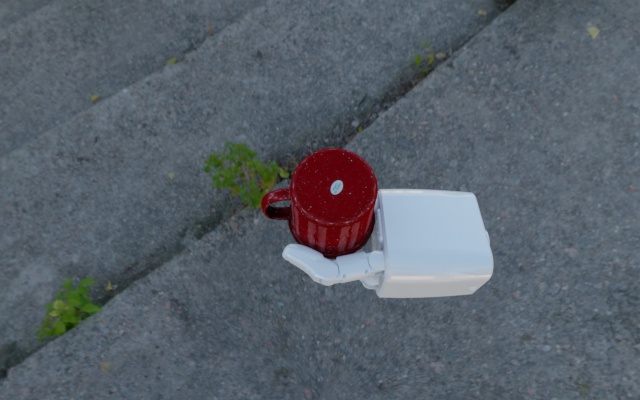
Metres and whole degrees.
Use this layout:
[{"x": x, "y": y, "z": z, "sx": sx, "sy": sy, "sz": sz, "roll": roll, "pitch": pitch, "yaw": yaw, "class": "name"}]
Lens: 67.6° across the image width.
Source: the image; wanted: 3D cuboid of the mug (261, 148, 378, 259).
[{"x": -0.001, "y": 0.001, "z": 0.470, "sx": 0.117, "sy": 0.093, "sz": 0.081, "roll": 0, "pitch": -23, "yaw": -1, "class": "mug"}]
